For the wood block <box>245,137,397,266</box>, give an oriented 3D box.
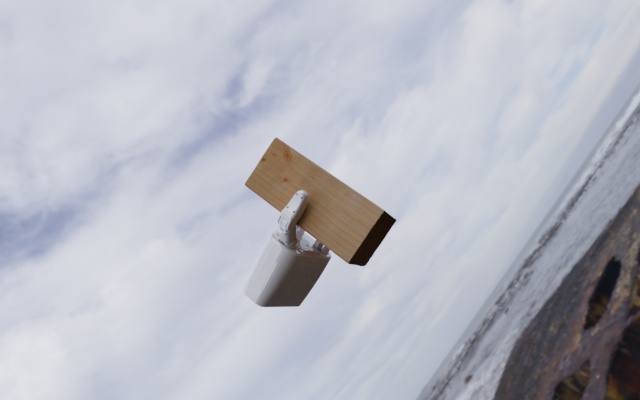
[{"bbox_3d":[0.000,0.003,0.724,0.206,0.090,0.091,35,3,22],"label":"wood block"}]
